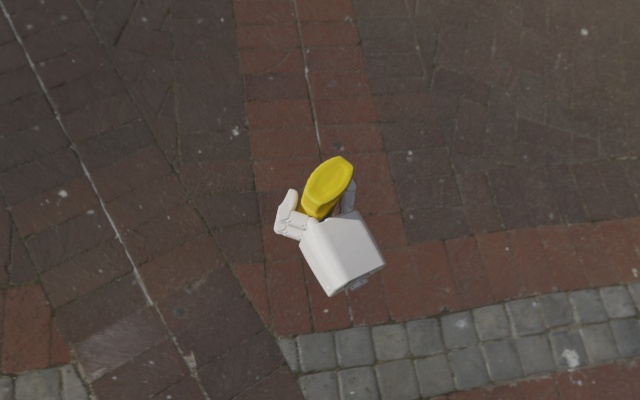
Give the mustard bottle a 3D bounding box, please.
[{"bbox_3d":[0.000,0.002,0.825,0.058,0.096,0.192,38,-23,6],"label":"mustard bottle"}]
